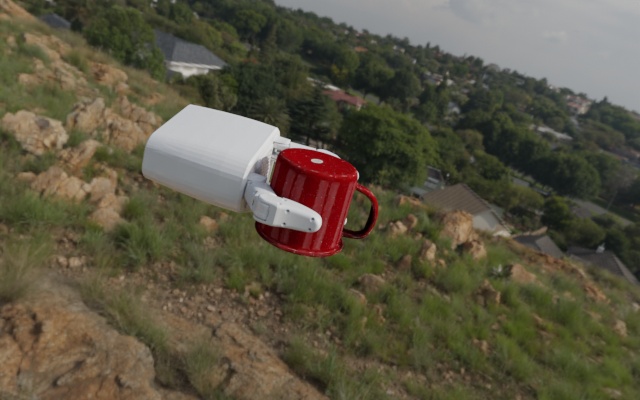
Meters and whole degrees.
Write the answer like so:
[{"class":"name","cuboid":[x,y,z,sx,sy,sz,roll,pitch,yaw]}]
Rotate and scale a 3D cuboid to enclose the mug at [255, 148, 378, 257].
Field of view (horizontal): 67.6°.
[{"class":"mug","cuboid":[0.002,0.002,0.474,0.117,0.081,0.093,17,20,2]}]
